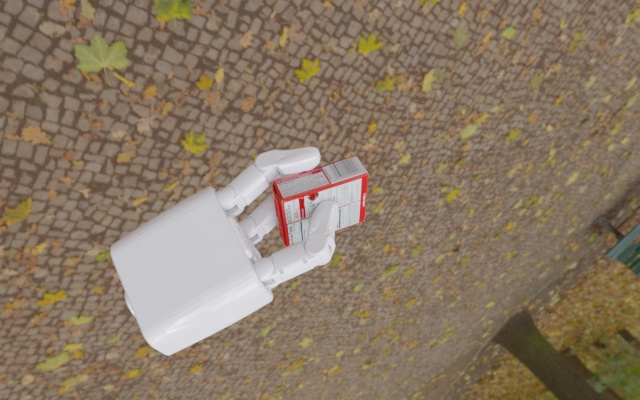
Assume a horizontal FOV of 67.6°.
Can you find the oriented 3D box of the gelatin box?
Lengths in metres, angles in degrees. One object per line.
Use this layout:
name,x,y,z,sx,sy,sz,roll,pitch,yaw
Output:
gelatin box,0.001,0.002,0.463,0.089,0.030,0.073,-18,-38,-12
